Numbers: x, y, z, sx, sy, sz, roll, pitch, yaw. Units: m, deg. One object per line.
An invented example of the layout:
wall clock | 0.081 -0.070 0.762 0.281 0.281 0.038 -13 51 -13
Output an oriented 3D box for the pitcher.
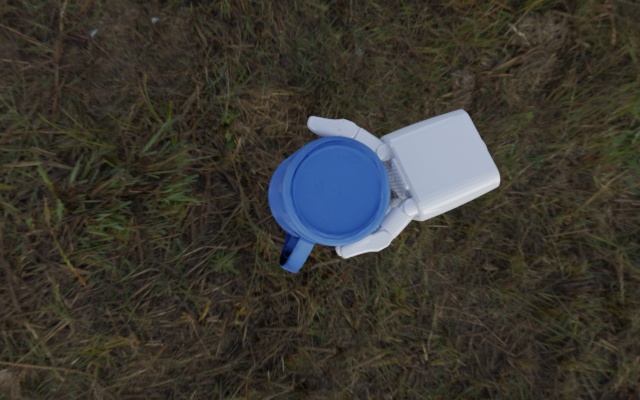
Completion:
pitcher | 0.000 0.002 0.574 0.145 0.149 0.243 -19 2 -6
